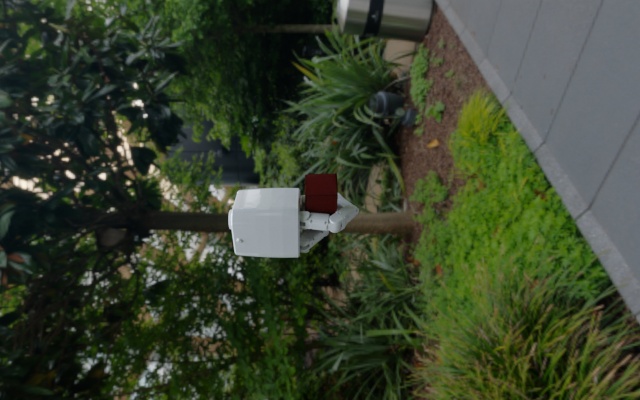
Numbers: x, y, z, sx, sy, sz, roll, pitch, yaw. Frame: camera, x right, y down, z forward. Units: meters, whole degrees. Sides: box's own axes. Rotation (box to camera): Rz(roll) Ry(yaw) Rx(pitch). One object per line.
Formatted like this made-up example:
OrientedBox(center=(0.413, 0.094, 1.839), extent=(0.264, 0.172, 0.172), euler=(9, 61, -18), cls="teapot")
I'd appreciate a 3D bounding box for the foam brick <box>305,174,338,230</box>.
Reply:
OrientedBox(center=(0.000, 0.002, 0.766), extent=(0.051, 0.078, 0.053), euler=(1, 41, -1), cls="foam brick")
